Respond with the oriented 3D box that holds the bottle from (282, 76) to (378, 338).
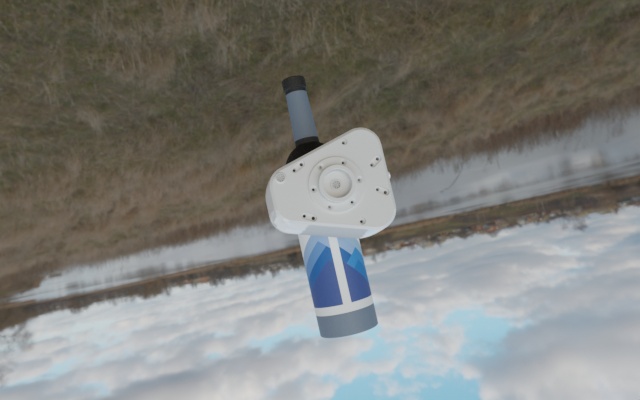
[{"bbox_3d":[0.000,0.002,0.547,0.069,0.295,0.069,-13,-5,-1],"label":"bottle"}]
